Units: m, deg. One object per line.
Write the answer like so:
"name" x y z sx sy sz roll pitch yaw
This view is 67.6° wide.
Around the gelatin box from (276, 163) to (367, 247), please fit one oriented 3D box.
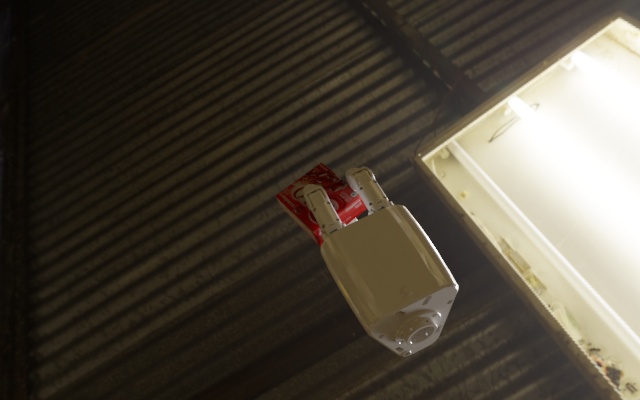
"gelatin box" 0.000 0.002 0.570 0.073 0.030 0.089 -37 45 -12
